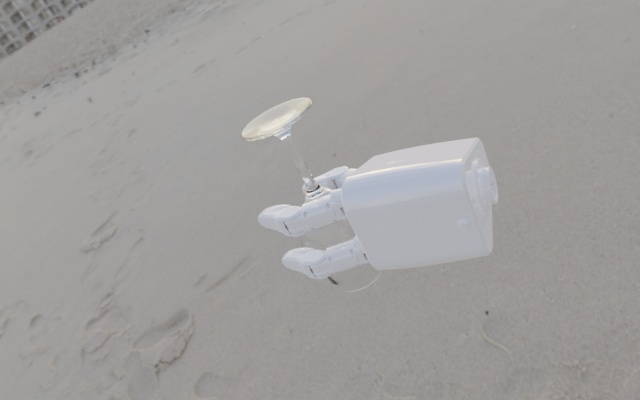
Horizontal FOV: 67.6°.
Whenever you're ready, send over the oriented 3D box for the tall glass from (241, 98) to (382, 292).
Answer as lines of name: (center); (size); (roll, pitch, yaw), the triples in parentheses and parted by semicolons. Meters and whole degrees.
tall glass: (0.000, 0.001, 0.489); (0.079, 0.201, 0.079); (-21, 28, 12)
